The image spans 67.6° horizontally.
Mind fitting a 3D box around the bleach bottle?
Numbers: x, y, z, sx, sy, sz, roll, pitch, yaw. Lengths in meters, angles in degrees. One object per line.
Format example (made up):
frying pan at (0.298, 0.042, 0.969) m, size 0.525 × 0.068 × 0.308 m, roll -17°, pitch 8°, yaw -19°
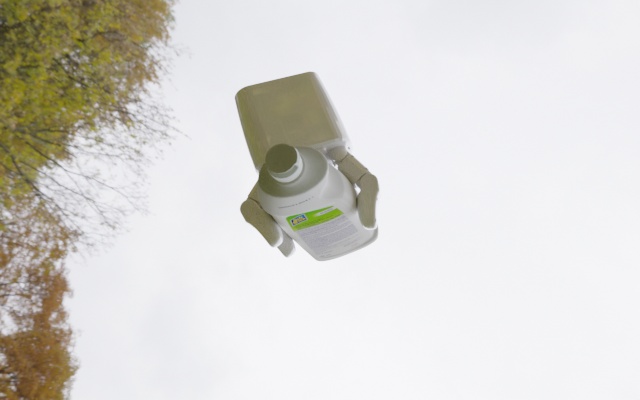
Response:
bleach bottle at (0.000, 0.002, 0.522) m, size 0.102 × 0.068 × 0.251 m, roll -23°, pitch -23°, yaw 4°
